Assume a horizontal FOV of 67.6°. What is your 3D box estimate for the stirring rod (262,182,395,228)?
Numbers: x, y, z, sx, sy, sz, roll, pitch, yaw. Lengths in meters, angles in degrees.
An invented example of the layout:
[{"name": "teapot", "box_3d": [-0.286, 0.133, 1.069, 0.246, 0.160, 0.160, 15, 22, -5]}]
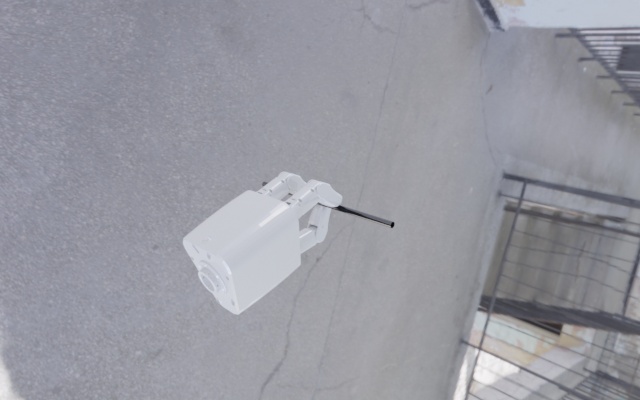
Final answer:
[{"name": "stirring rod", "box_3d": [0.000, 0.002, 0.651, 0.239, 0.011, 0.011, 18, 12, 41]}]
